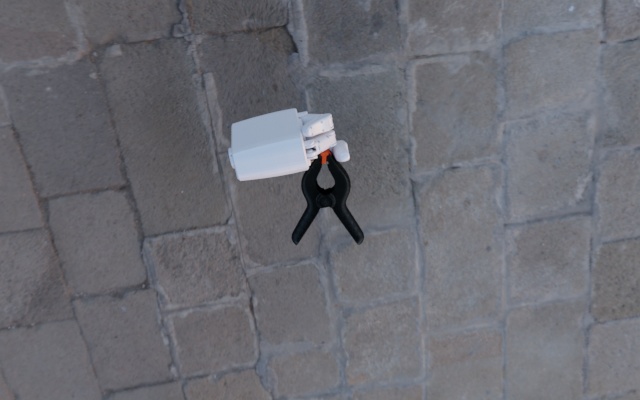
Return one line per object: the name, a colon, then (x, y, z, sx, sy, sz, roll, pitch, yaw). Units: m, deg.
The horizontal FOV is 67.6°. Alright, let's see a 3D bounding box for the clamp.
clamp: (0.000, 0.003, 0.775, 0.120, 0.171, 0.039, -11, 20, 2)
